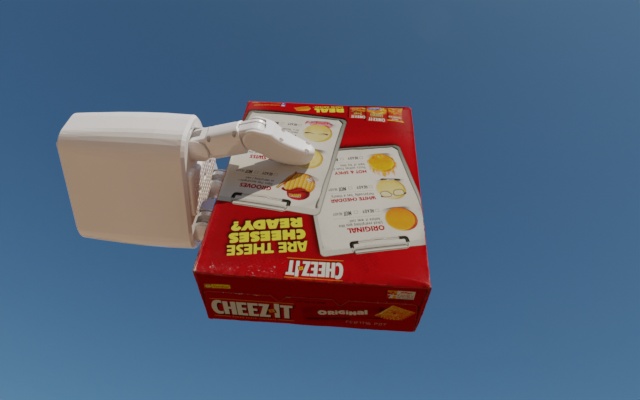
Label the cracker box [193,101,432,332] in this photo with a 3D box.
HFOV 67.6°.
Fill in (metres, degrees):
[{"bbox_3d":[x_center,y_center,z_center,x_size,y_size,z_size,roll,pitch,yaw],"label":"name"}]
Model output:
[{"bbox_3d":[0.000,0.001,0.416,0.164,0.213,0.072,3,-45,3],"label":"cracker box"}]
